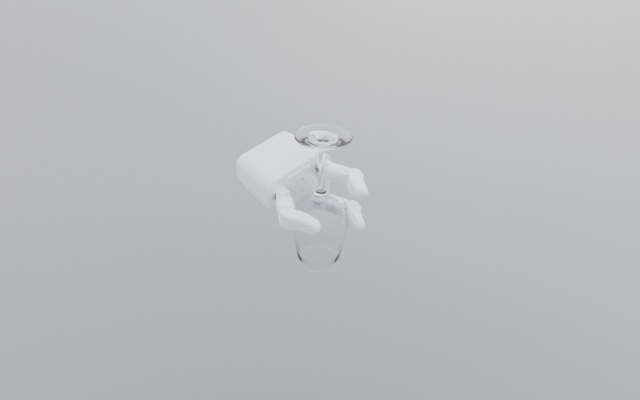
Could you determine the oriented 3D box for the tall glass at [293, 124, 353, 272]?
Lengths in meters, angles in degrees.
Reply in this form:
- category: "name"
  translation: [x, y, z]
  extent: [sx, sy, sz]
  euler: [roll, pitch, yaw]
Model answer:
- category: "tall glass"
  translation: [0.000, 0.002, 0.658]
  extent: [0.079, 0.201, 0.079]
  euler: [2, 32, -1]
